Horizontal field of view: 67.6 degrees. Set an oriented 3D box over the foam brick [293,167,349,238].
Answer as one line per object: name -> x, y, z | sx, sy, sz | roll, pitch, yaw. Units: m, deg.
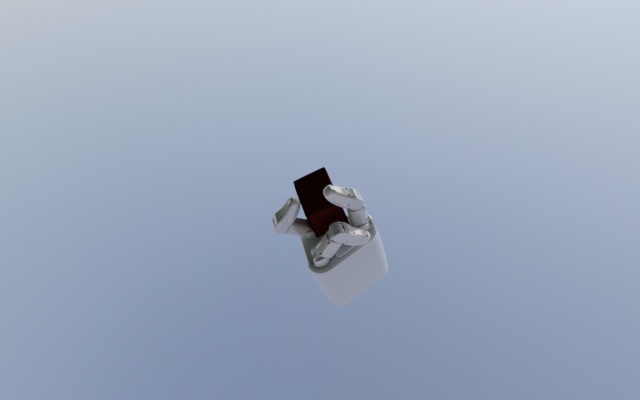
foam brick -> 0.000, 0.002, 0.685 | 0.053, 0.078, 0.051 | -24, -45, 3
